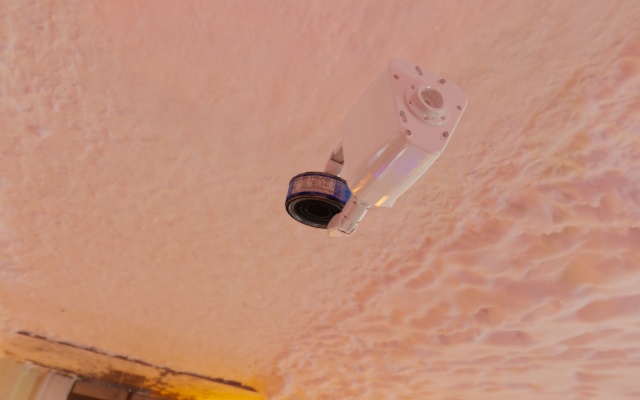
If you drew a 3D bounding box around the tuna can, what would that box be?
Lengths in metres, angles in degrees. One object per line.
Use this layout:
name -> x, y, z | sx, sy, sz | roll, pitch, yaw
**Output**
tuna can -> 0.000, 0.002, 0.585 | 0.086, 0.033, 0.086 | 9, -29, 5
